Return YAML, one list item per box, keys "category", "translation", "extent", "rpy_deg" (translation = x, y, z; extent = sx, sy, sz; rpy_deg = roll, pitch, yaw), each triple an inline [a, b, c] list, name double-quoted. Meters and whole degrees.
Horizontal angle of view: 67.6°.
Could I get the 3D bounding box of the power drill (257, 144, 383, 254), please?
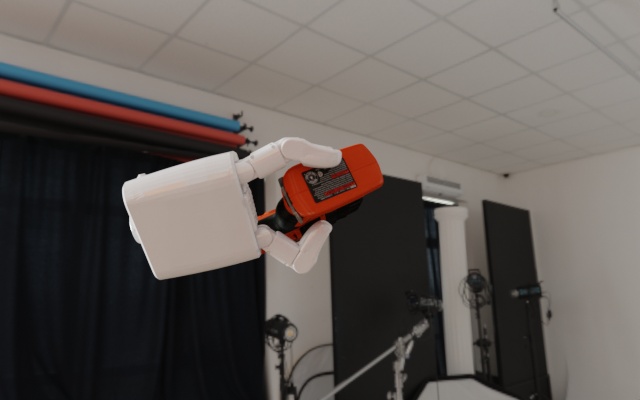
- category: "power drill"
  translation: [0.000, 0.002, 0.564]
  extent: [0.184, 0.057, 0.188]
  rpy_deg: [-24, -11, -25]
